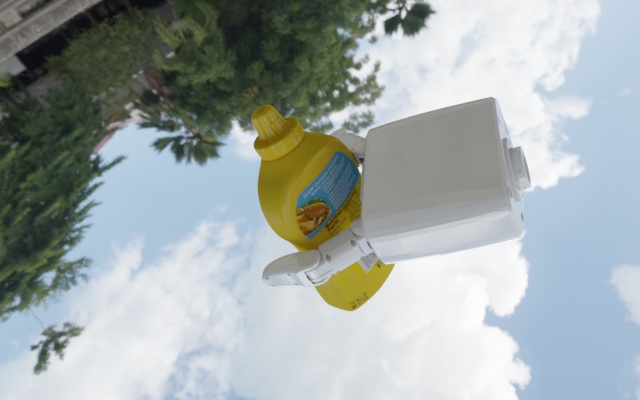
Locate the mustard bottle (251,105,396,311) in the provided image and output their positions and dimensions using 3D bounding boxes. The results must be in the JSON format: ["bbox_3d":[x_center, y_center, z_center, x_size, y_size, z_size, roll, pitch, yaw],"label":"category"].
[{"bbox_3d":[0.000,0.002,0.409,0.058,0.192,0.096,7,49,47],"label":"mustard bottle"}]
